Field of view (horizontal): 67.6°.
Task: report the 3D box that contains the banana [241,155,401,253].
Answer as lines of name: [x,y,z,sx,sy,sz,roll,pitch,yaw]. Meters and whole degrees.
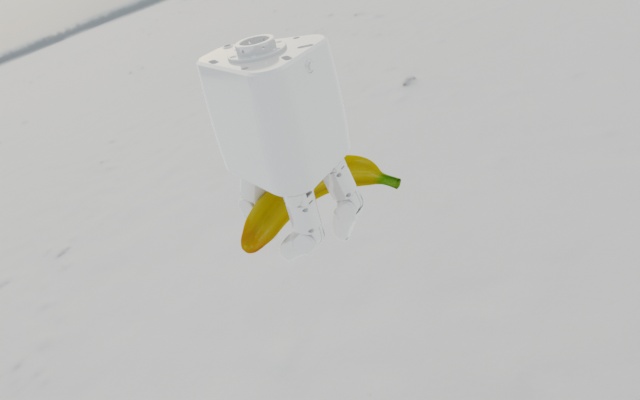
banana: [-0.008,-0.008,0.500,0.198,0.037,0.069,-24,42,-27]
